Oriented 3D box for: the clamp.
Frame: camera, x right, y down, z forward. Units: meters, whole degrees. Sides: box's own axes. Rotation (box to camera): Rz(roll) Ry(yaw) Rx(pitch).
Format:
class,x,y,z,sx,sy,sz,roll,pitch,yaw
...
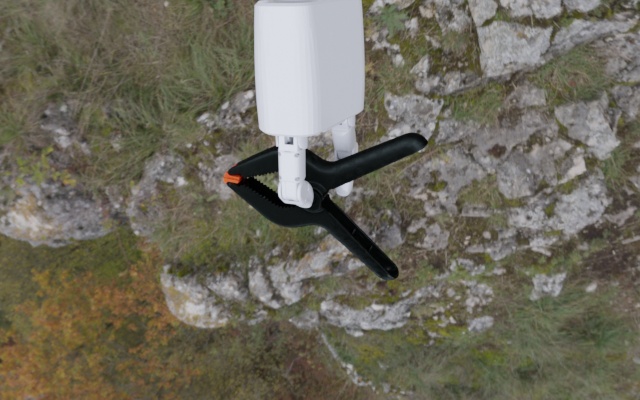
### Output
class,x,y,z,sx,sy,sz,roll,pitch,yaw
clamp,-0.001,0.002,0.504,0.210,0.165,0.036,7,25,15
